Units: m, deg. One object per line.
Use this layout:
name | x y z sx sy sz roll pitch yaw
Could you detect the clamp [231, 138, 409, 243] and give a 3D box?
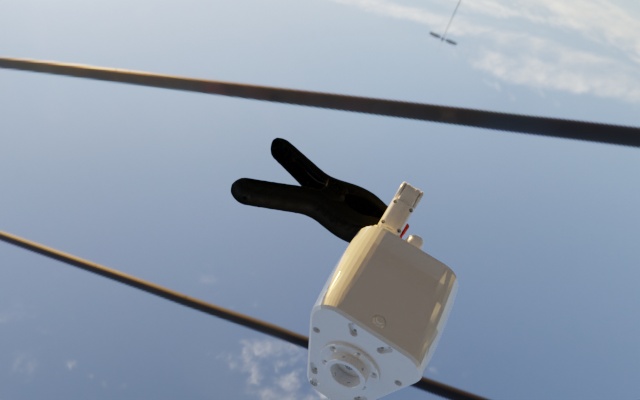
clamp | 0.000 0.002 0.463 0.171 0.039 0.120 29 38 10
